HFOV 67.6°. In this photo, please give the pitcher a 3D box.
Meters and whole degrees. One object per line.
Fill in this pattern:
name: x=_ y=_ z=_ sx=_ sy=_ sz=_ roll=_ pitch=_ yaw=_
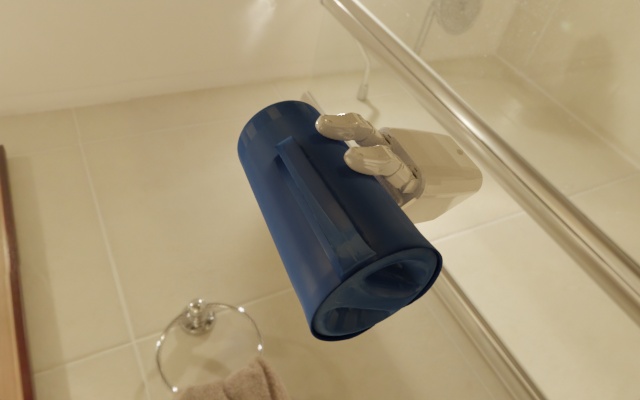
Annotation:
pitcher: x=0.000 y=0.002 z=0.479 sx=0.145 sy=0.149 sz=0.242 roll=-3 pitch=45 yaw=-35
